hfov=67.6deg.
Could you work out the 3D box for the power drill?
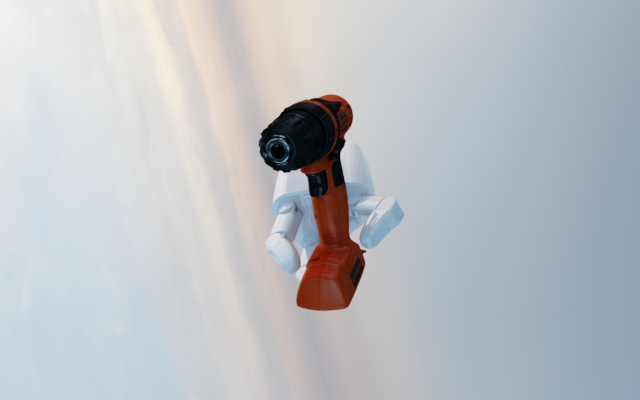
[{"bbox_3d":[0.000,0.002,0.438,0.057,0.188,0.184,1,18,17],"label":"power drill"}]
